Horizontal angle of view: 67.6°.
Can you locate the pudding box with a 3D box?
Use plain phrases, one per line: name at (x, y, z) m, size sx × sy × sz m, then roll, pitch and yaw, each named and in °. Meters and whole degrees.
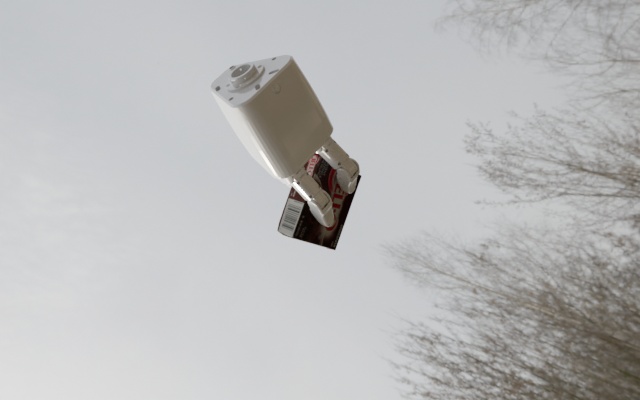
pudding box at (0.000, 0.002, 0.635) m, size 0.039 × 0.113 × 0.090 m, roll 21°, pitch -1°, yaw 43°
